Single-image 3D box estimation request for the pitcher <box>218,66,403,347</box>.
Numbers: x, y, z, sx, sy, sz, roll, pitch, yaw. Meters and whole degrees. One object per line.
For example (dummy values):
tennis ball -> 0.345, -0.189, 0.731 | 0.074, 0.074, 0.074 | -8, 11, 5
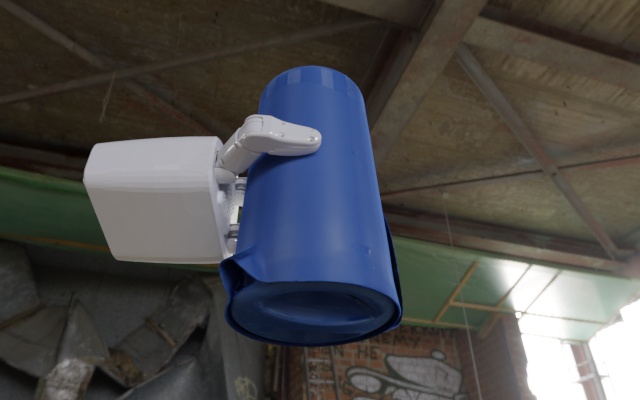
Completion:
pitcher -> 0.000, 0.001, 0.433 | 0.145, 0.242, 0.149 | -2, -35, 2
